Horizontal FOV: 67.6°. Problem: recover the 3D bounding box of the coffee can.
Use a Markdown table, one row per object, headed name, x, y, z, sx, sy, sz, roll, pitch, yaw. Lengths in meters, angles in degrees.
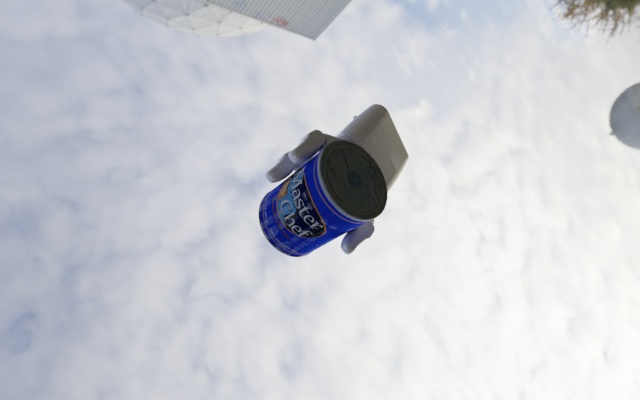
| name | x | y | z | sx | sy | sz | roll | pitch | yaw |
| --- | --- | --- | --- | --- | --- | --- | --- | --- | --- |
| coffee can | 0.000 | 0.002 | 0.605 | 0.103 | 0.102 | 0.140 | 0 | -23 | -40 |
